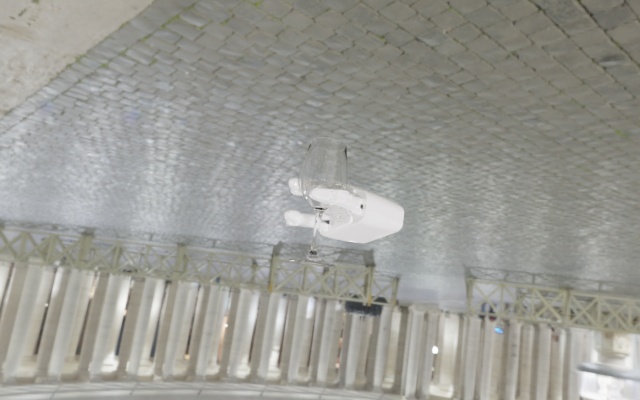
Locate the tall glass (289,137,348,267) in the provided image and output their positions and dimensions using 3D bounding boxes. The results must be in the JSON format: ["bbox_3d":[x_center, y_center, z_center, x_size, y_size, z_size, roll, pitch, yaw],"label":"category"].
[{"bbox_3d":[0.000,0.003,0.769,0.079,0.201,0.079,7,-10,1],"label":"tall glass"}]
